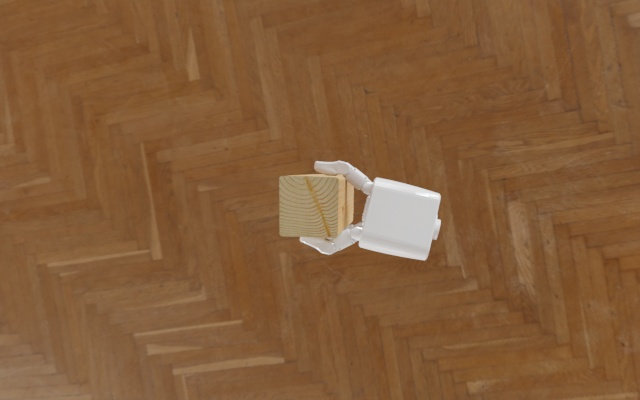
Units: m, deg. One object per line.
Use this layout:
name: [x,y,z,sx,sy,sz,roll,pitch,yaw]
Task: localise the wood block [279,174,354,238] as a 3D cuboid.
wood block: [0.001,0.002,0.794,0.090,0.091,0.206,2,4,10]
